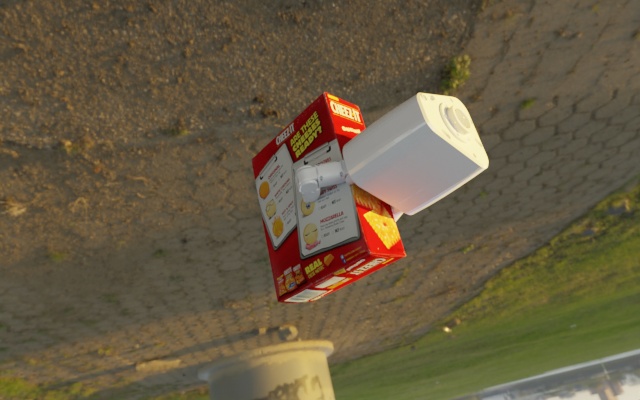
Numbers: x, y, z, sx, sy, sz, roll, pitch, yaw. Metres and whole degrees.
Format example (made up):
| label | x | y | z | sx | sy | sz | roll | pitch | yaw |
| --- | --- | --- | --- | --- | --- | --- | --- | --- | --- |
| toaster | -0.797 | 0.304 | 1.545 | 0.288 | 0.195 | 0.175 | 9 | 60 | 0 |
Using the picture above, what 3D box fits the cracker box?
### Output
| label | x | y | z | sx | sy | sz | roll | pitch | yaw |
| --- | --- | --- | --- | --- | --- | --- | --- | --- | --- |
| cracker box | 0.000 | 0.002 | 0.603 | 0.072 | 0.213 | 0.164 | 11 | -35 | -41 |
